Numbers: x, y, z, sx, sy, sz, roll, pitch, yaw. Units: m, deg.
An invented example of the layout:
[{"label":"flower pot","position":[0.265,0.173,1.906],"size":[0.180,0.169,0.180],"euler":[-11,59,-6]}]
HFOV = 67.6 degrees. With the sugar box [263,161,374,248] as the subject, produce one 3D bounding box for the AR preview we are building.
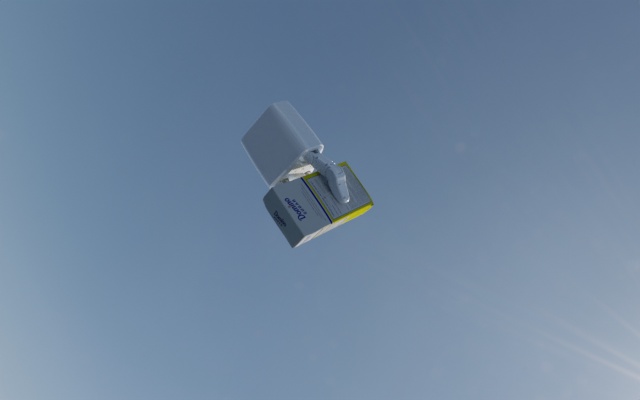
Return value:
[{"label":"sugar box","position":[0.000,0.003,0.770],"size":[0.176,0.093,0.048],"euler":[-23,-16,-41]}]
